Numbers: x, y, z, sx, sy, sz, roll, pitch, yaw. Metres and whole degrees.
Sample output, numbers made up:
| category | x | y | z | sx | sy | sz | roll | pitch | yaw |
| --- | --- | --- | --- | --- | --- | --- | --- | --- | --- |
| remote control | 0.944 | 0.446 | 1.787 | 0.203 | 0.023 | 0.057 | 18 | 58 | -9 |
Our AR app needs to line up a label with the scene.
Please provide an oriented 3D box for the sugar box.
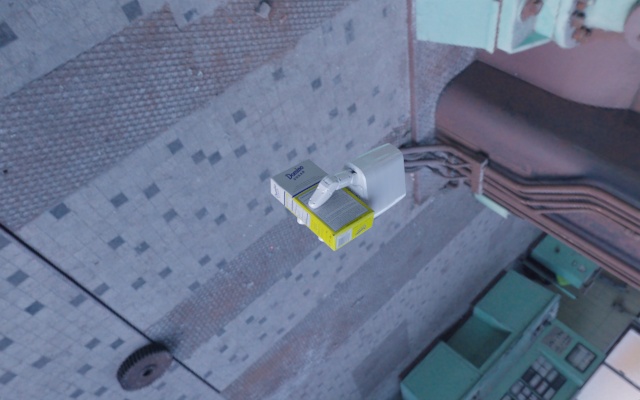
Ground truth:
| category | x | y | z | sx | sy | sz | roll | pitch | yaw |
| --- | --- | --- | --- | --- | --- | --- | --- | --- | --- |
| sugar box | 0.000 | 0.003 | 0.842 | 0.093 | 0.048 | 0.176 | -29 | 51 | -29 |
